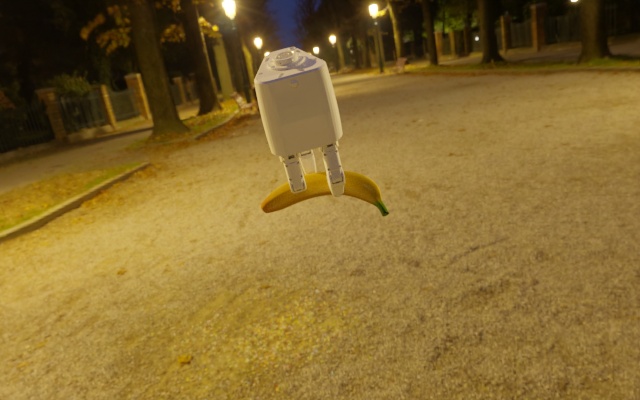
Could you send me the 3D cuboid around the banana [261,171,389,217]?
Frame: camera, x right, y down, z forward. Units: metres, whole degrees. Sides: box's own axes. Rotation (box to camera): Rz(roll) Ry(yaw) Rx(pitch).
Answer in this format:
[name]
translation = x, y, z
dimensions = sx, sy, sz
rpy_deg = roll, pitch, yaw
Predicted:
[banana]
translation = 0.006, -0.014, 0.729
dimensions = 0.198, 0.069, 0.037
rpy_deg = 0, -31, 13
